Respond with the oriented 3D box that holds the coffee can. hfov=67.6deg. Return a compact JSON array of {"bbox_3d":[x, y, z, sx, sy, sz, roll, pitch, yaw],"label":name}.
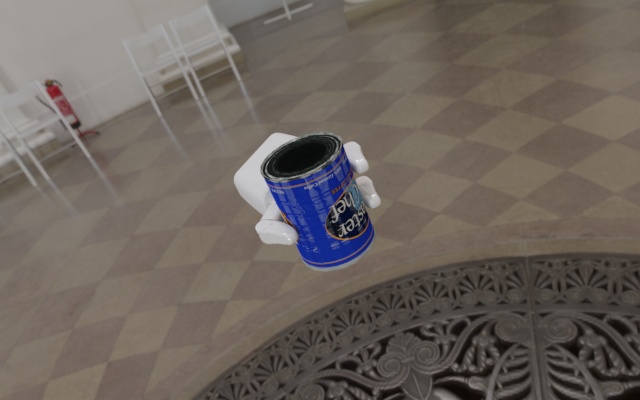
[{"bbox_3d":[0.000,0.002,0.588,0.103,0.140,0.102,-16,32,10],"label":"coffee can"}]
